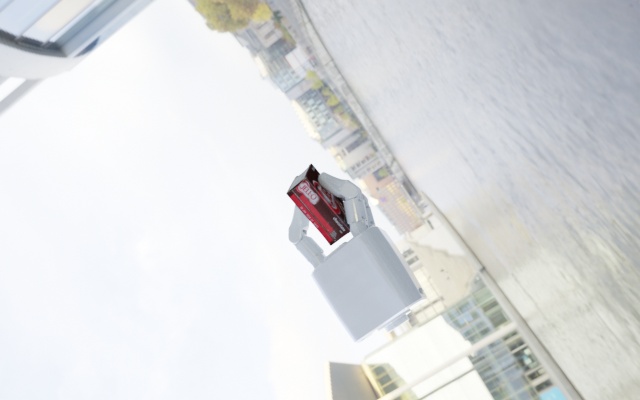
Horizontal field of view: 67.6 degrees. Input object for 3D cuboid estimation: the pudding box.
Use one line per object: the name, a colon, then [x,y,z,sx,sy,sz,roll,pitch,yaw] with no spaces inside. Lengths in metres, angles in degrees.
pudding box: [0.000,0.002,0.639,0.039,0.090,0.113,-38,9,8]
